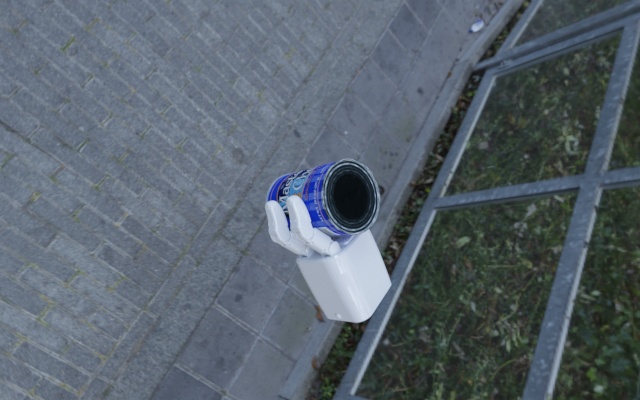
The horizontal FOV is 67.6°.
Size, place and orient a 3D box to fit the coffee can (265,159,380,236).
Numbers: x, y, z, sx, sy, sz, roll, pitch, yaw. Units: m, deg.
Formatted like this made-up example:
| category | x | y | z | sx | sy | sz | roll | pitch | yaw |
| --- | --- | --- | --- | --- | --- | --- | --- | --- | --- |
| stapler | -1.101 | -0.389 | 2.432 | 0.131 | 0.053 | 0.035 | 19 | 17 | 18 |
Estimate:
| category | x | y | z | sx | sy | sz | roll | pitch | yaw |
| --- | --- | --- | --- | --- | --- | --- | --- | --- | --- |
| coffee can | 0.000 | 0.002 | 0.687 | 0.103 | 0.103 | 0.140 | 0 | -6 | -38 |
